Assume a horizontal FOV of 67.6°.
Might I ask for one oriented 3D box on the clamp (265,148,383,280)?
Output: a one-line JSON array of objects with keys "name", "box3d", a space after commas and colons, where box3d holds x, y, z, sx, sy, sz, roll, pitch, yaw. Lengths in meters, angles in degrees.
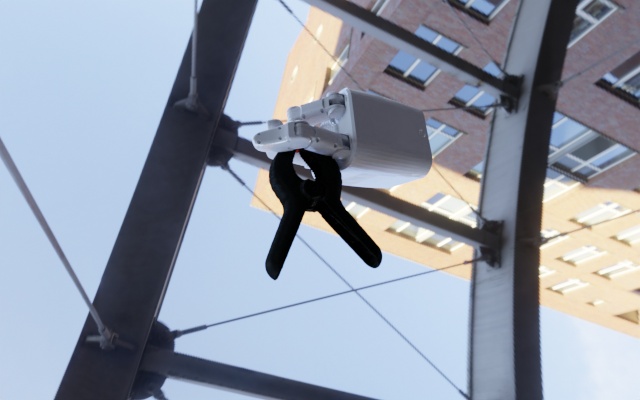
[{"name": "clamp", "box3d": [0.000, 0.002, 0.495, 0.120, 0.171, 0.039, 8, -28, -24]}]
